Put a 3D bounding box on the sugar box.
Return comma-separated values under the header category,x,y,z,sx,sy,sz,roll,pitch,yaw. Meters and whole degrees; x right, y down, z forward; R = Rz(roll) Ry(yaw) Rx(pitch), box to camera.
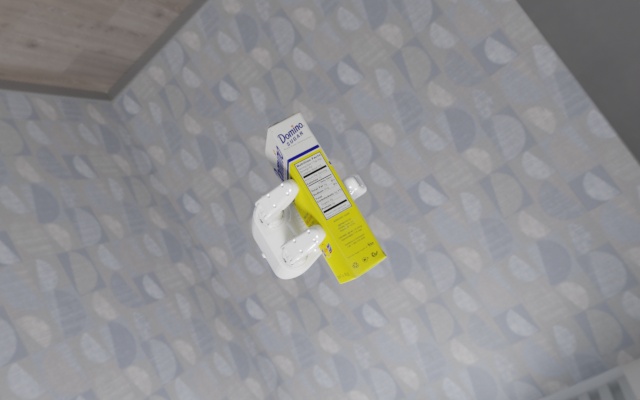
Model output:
category,x,y,z,sx,sy,sz,roll,pitch,yaw
sugar box,0.000,0.002,0.517,0.048,0.176,0.093,-31,-8,-15
